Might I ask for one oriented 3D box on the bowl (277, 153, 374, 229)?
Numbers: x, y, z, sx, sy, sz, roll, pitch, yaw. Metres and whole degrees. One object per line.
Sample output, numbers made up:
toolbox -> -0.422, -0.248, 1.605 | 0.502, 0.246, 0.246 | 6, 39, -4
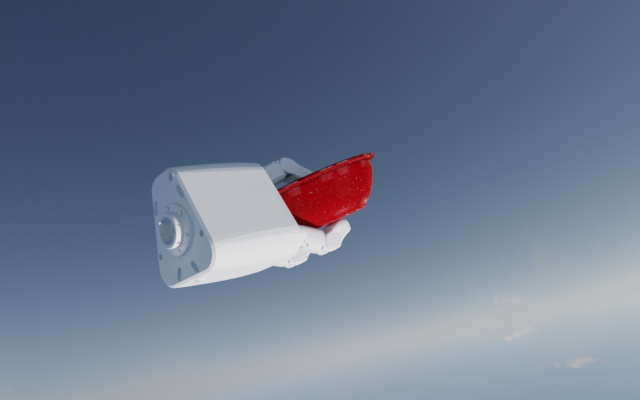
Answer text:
bowl -> 0.001, 0.002, 0.567 | 0.162, 0.055, 0.162 | -25, -3, -1
